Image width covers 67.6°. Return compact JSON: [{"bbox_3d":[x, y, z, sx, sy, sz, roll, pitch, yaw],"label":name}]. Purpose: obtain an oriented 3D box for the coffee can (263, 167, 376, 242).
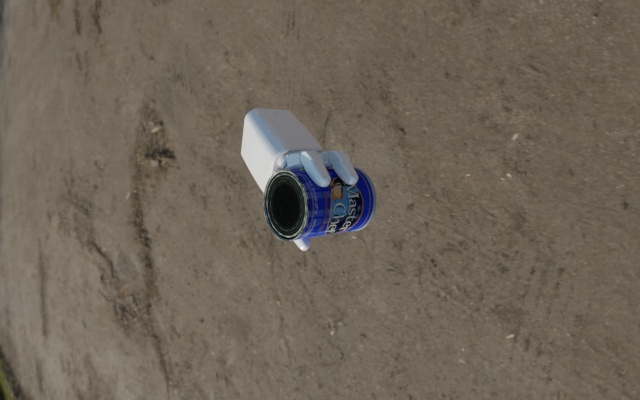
[{"bbox_3d":[0.000,0.003,0.720,0.140,0.103,0.103,-6,4,-42],"label":"coffee can"}]
